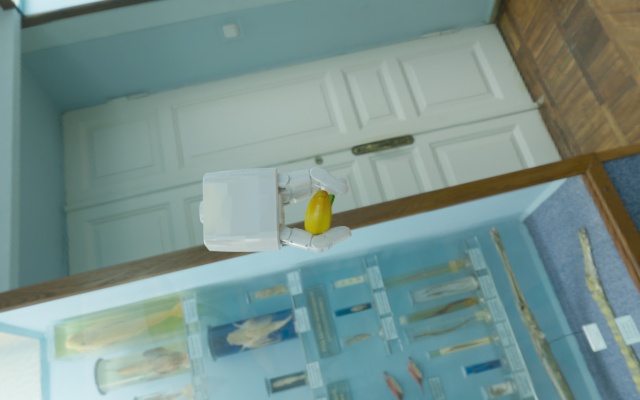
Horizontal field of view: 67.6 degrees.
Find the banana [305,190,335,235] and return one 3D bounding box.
[{"bbox_3d":[-0.002,0.021,0.700,0.037,0.069,0.198,9,0,3],"label":"banana"}]
